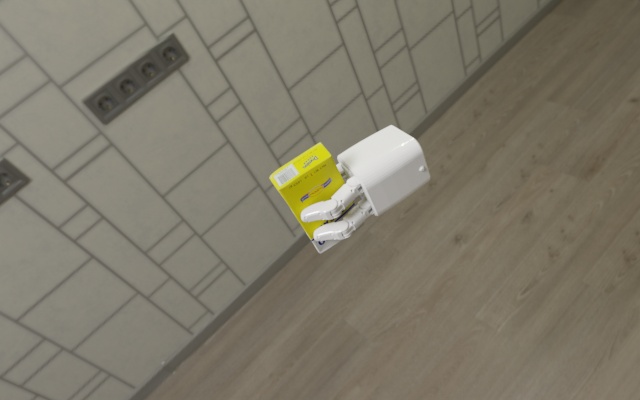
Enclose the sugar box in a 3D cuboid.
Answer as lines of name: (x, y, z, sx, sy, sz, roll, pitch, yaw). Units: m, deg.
sugar box: (0.000, 0.003, 0.747, 0.093, 0.176, 0.048, -33, 44, -2)
